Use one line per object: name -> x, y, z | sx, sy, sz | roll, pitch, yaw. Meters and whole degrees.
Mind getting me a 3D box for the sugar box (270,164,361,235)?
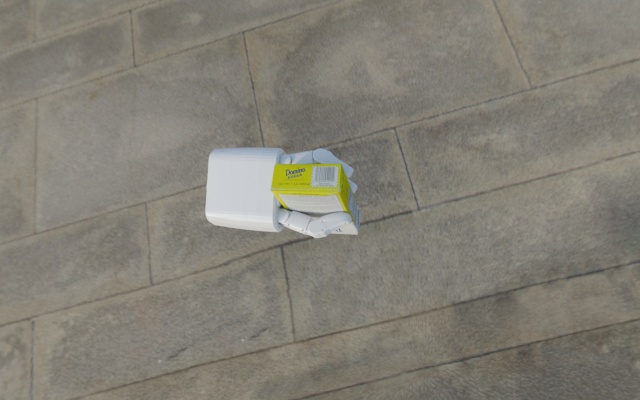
sugar box -> 0.000, 0.002, 0.683 | 0.093, 0.048, 0.176 | 2, -19, 13
